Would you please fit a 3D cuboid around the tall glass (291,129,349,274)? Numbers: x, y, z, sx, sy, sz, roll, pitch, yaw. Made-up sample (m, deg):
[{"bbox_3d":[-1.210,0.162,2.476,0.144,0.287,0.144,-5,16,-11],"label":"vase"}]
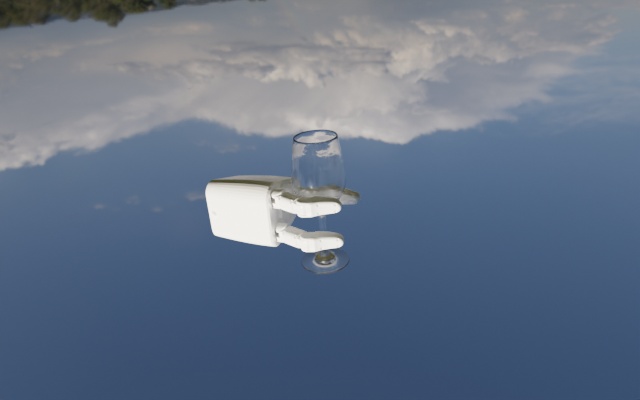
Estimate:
[{"bbox_3d":[0.000,0.003,0.693,0.079,0.201,0.079,-3,25,2],"label":"tall glass"}]
